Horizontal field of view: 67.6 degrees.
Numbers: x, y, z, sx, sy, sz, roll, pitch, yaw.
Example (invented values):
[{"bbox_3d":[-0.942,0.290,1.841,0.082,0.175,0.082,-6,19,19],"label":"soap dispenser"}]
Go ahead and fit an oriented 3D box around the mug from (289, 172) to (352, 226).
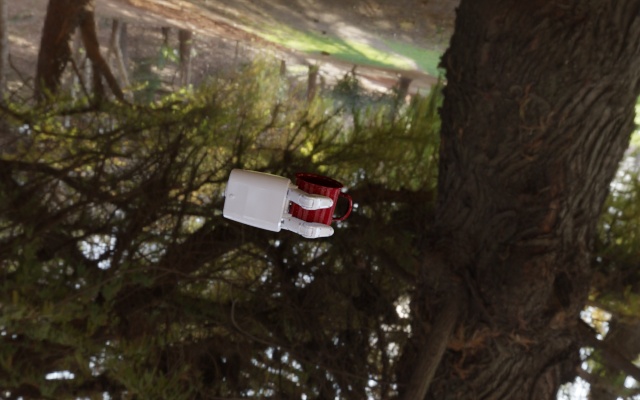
[{"bbox_3d":[0.002,0.003,0.890,0.117,0.081,0.093,14,15,0],"label":"mug"}]
